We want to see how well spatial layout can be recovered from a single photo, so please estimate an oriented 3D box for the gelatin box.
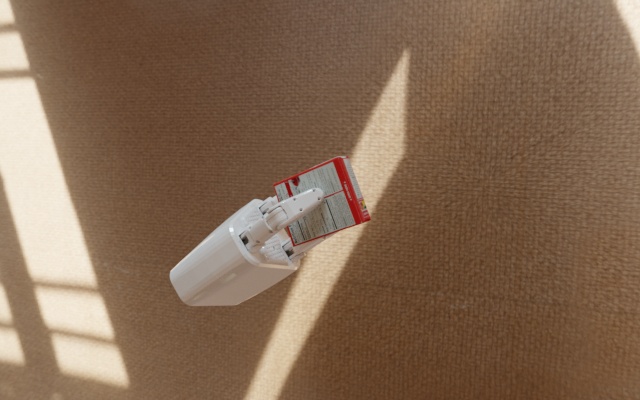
[{"bbox_3d":[0.000,0.002,0.513,0.089,0.073,0.030,-21,-3,26],"label":"gelatin box"}]
